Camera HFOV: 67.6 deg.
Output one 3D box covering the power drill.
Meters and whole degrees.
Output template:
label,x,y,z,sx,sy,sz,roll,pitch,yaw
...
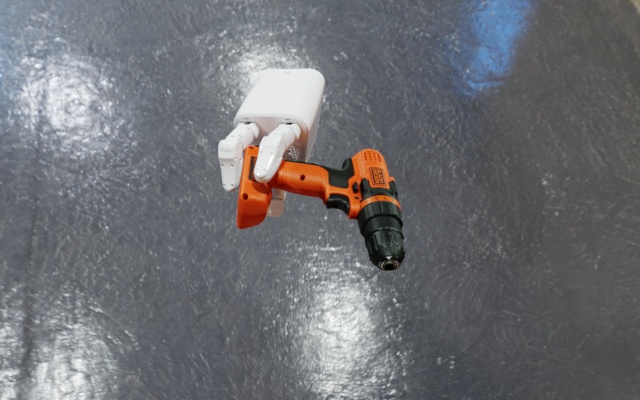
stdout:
label,x,y,z,sx,sy,sz,roll,pitch,yaw
power drill,0.000,0.002,0.553,0.187,0.057,0.184,6,40,-10
